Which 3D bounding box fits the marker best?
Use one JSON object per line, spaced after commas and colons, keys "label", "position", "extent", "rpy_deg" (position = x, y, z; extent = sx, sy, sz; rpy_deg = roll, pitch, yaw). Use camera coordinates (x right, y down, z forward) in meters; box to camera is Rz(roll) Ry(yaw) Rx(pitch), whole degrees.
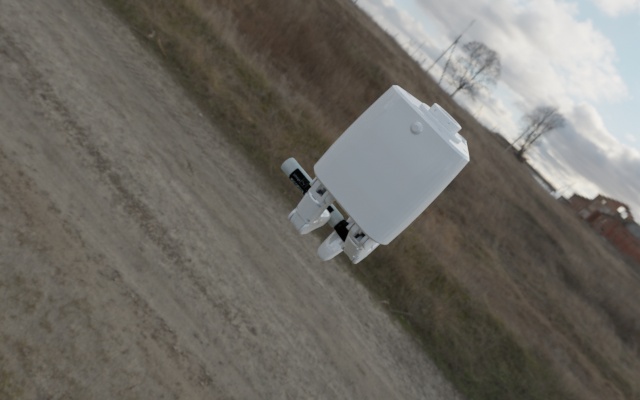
{"label": "marker", "position": [0.000, 0.002, 0.527], "extent": [0.020, 0.121, 0.020], "rpy_deg": [-37, -15, -12]}
